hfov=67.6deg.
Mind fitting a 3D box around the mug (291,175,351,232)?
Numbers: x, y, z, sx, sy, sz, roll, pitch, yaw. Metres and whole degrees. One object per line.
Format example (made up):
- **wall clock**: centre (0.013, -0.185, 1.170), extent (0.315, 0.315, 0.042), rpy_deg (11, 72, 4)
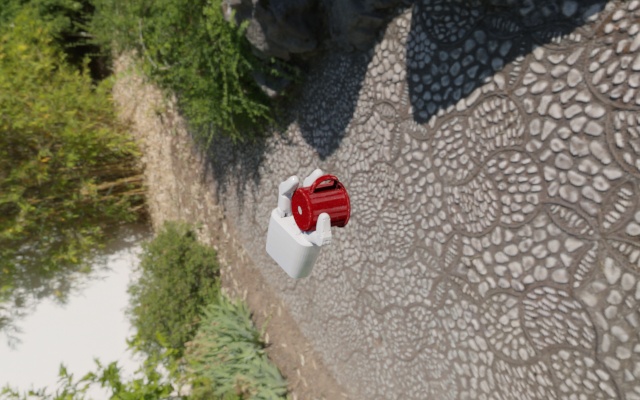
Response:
- **mug**: centre (0.000, 0.002, 0.878), extent (0.081, 0.117, 0.093), rpy_deg (-10, 46, -28)
